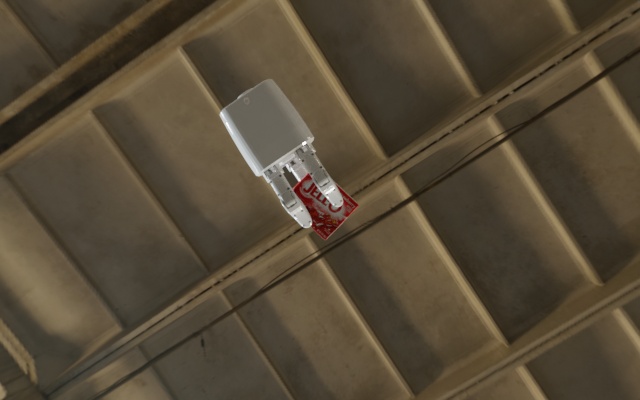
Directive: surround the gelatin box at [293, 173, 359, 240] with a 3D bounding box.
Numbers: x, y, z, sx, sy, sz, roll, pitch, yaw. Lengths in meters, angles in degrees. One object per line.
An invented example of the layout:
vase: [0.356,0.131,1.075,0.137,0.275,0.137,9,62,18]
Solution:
gelatin box: [0.000,0.003,0.711,0.089,0.073,0.030,43,6,-5]
